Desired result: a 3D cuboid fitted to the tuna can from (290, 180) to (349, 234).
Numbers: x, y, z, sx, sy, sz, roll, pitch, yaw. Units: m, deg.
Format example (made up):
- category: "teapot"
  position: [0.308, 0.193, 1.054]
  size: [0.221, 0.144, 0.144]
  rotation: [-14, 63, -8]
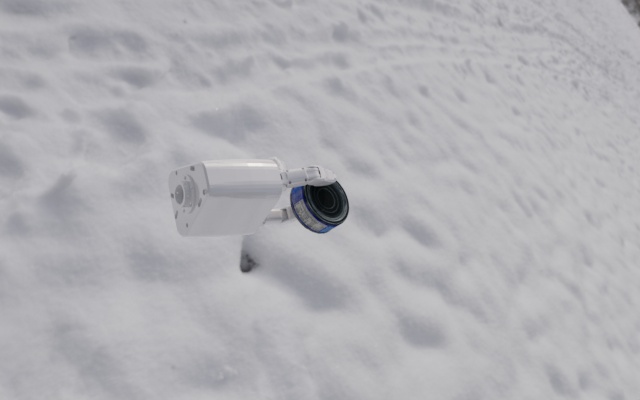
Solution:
- category: "tuna can"
  position: [0.001, 0.002, 0.685]
  size: [0.086, 0.086, 0.034]
  rotation: [0, -24, -43]
